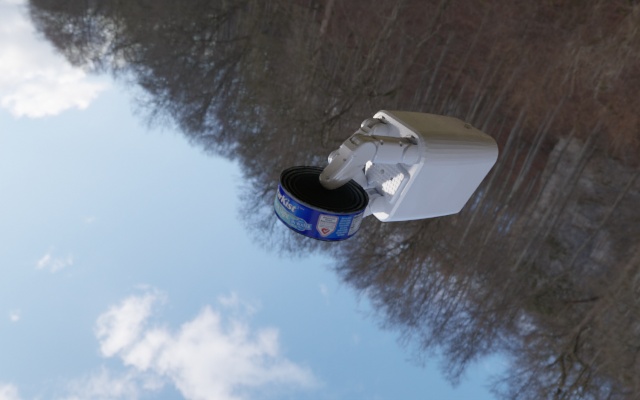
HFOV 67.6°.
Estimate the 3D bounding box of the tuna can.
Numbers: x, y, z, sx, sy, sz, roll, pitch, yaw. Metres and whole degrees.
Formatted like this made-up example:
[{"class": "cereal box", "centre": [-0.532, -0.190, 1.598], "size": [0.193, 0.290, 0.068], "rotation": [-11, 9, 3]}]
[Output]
[{"class": "tuna can", "centre": [0.000, 0.002, 0.450], "size": [0.086, 0.034, 0.086], "rotation": [13, 28, -7]}]
